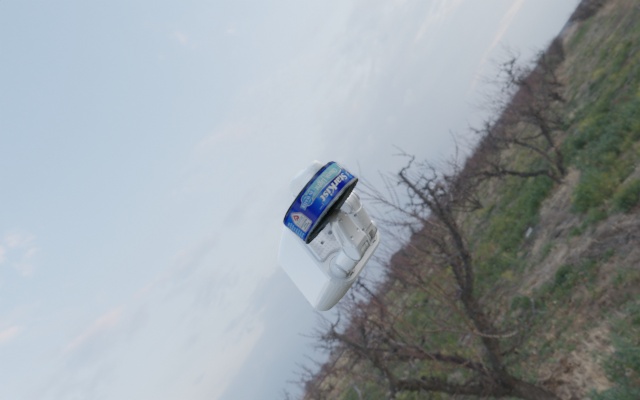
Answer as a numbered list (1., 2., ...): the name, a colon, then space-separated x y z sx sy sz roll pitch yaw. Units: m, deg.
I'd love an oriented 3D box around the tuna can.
1. tuna can: 0.000 0.001 0.492 0.034 0.086 0.086 38 6 8
